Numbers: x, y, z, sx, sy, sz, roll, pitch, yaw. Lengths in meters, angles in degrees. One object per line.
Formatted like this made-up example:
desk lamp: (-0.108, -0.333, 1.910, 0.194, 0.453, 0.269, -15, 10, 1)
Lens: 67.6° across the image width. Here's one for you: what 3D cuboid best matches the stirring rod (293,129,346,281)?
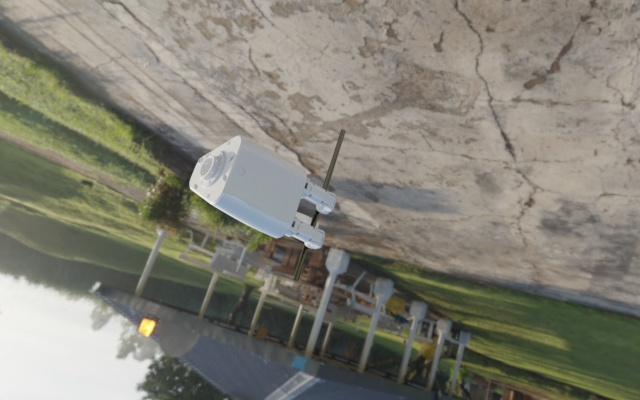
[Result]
stirring rod: (0.000, 0.002, 0.707, 0.011, 0.239, 0.011, 16, -15, 5)
